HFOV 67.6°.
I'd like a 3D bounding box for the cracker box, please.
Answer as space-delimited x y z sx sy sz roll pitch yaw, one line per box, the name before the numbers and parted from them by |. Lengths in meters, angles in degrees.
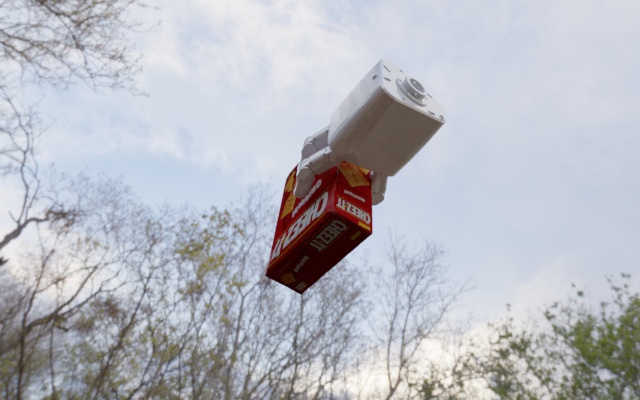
cracker box | 0.000 0.002 0.697 0.072 0.213 0.164 30 -52 -19
